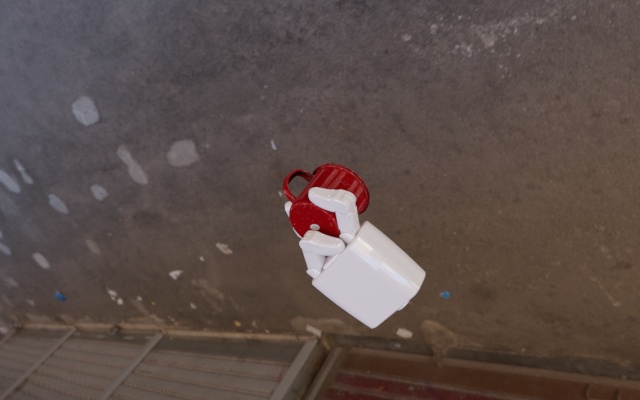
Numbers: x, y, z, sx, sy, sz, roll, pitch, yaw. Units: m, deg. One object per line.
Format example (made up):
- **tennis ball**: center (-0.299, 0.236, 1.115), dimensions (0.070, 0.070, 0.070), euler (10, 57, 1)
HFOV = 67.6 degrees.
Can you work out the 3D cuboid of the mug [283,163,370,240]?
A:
- **mug**: center (-0.001, 0.001, 0.655), dimensions (0.081, 0.117, 0.093), euler (-53, 1, -41)
